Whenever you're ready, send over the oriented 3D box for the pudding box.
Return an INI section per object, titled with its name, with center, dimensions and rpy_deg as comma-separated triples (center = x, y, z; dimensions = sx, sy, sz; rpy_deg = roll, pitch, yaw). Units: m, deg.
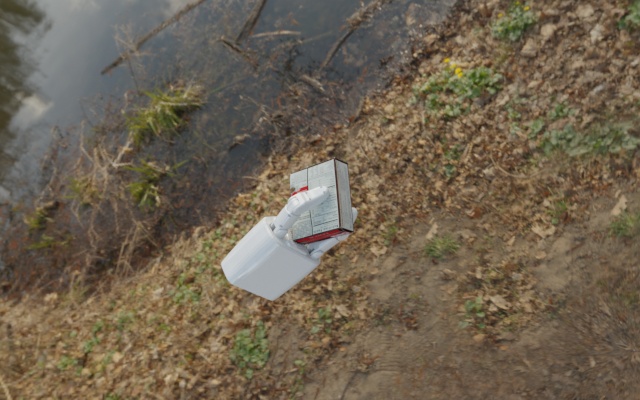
[pudding box]
center = 0.000, 0.002, 0.710
dimensions = 0.090, 0.113, 0.039
rpy_deg = -16, -21, 33
